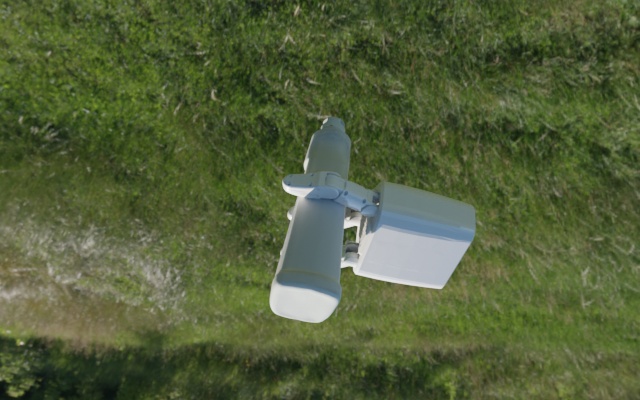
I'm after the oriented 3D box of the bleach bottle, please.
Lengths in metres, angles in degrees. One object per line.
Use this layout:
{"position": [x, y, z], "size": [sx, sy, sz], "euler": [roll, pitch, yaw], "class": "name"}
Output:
{"position": [0.000, 0.002, 0.542], "size": [0.068, 0.250, 0.103], "euler": [13, -32, -4], "class": "bleach bottle"}
